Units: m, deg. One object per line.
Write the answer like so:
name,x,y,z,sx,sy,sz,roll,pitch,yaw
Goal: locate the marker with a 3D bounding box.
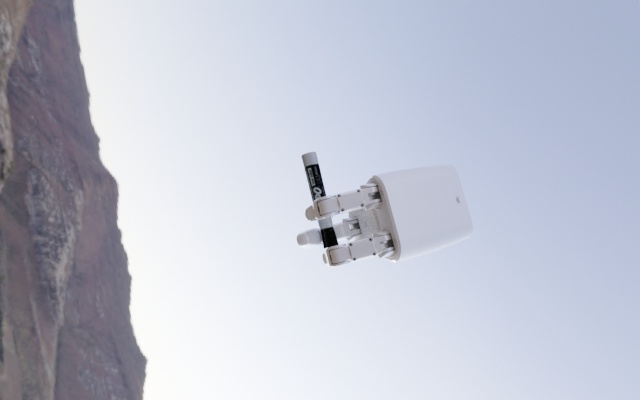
marker,0.000,0.002,0.572,0.020,0.121,0.020,-14,-5,-1
